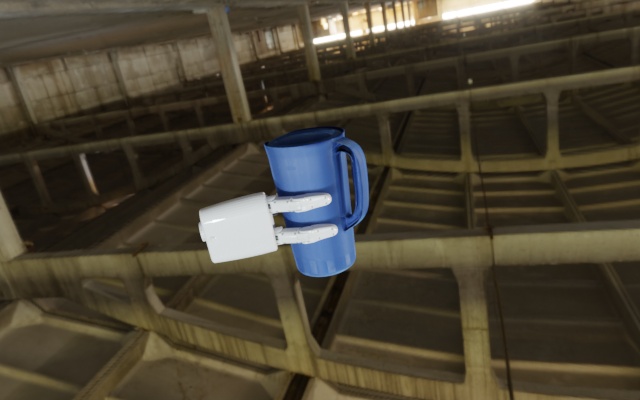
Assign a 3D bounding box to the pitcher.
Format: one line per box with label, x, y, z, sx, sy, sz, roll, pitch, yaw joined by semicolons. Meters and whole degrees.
pitcher;0.000;0.003;0.807;0.145;0.243;0.149;-13;19;-7
